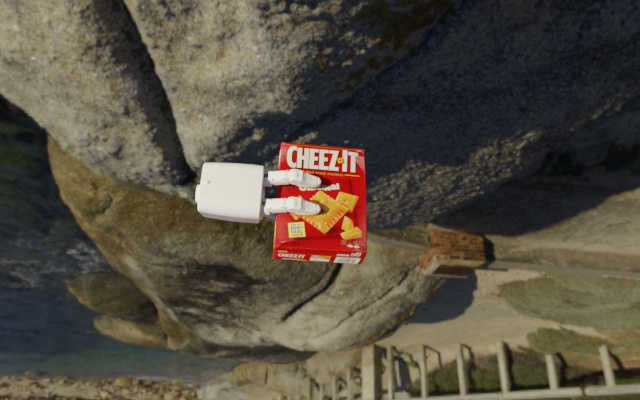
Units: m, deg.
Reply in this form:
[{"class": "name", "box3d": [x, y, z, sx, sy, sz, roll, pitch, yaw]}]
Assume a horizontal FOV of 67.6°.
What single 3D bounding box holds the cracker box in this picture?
[{"class": "cracker box", "box3d": [0.000, 0.003, 0.880, 0.164, 0.213, 0.072, 5, -26, -7]}]
